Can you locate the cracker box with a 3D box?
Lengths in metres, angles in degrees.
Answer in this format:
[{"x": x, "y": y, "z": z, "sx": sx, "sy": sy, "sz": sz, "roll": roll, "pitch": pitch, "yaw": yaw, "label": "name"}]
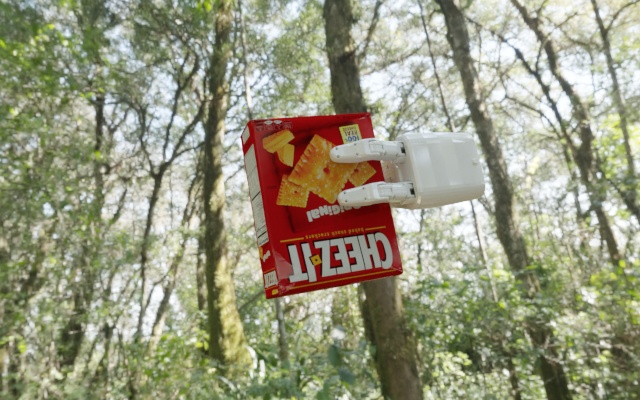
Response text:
[{"x": 0.000, "y": 0.002, "z": 0.598, "sx": 0.164, "sy": 0.213, "sz": 0.072, "roll": -6, "pitch": -12, "yaw": -21, "label": "cracker box"}]
